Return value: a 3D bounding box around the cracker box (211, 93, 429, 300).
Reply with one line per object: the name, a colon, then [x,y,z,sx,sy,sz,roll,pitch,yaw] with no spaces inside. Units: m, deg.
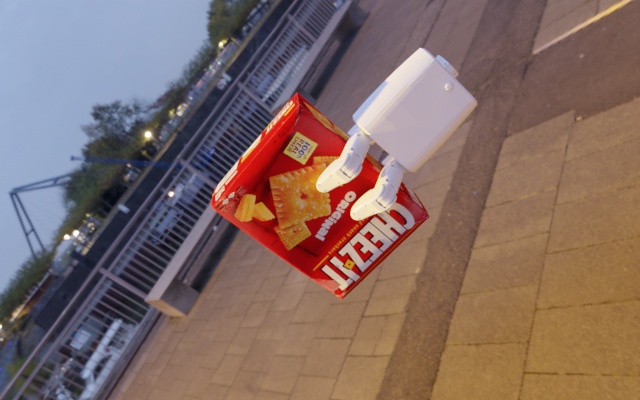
cracker box: [0.000,0.002,0.590,0.214,0.164,0.072,38,17,-19]
